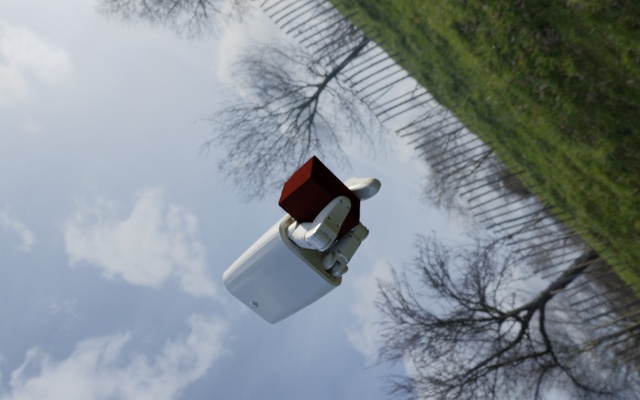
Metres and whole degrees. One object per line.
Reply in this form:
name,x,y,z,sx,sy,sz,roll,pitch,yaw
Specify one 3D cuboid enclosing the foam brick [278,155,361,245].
foam brick,0.000,0.001,0.525,0.051,0.078,0.053,-38,20,25
